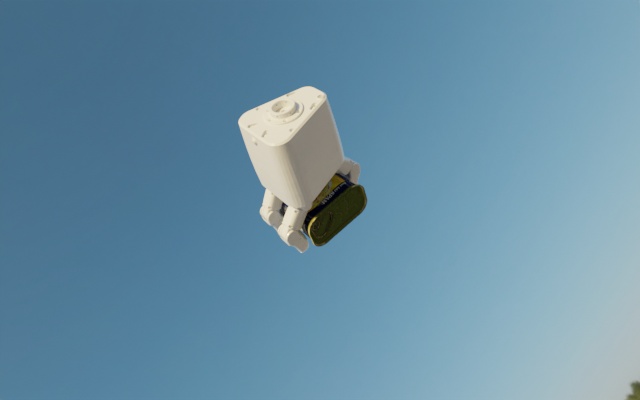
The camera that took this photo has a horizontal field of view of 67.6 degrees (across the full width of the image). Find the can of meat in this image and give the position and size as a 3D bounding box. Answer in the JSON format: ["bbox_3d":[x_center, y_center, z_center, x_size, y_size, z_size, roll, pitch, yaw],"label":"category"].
[{"bbox_3d":[0.000,0.002,0.679,0.102,0.057,0.084,-40,50,-16],"label":"can of meat"}]
